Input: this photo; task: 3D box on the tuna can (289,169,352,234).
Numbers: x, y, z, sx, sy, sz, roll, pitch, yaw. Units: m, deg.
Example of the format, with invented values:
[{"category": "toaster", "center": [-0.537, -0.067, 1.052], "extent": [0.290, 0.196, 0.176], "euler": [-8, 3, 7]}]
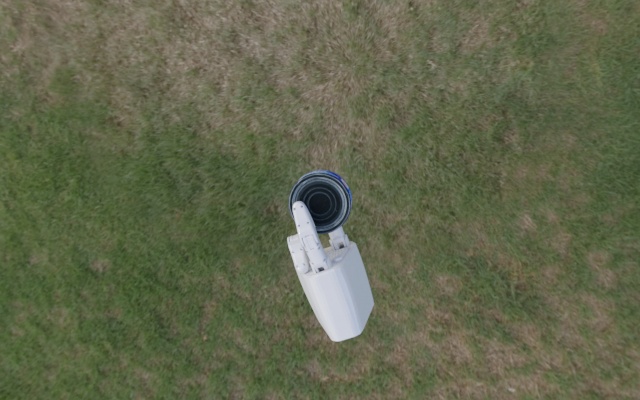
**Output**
[{"category": "tuna can", "center": [0.000, 0.002, 0.651], "extent": [0.086, 0.086, 0.033], "euler": [0, 11, 6]}]
